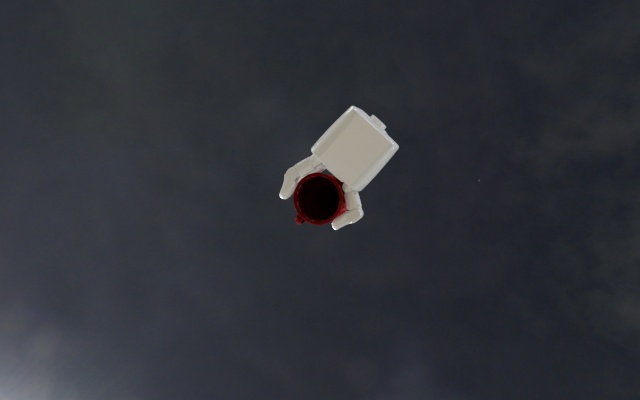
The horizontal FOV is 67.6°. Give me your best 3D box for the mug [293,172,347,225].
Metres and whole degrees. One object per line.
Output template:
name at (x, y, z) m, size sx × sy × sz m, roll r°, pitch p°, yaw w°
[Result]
mug at (-0.001, 0.004, 0.882) m, size 0.117 × 0.093 × 0.081 m, roll -46°, pitch -11°, yaw 16°
